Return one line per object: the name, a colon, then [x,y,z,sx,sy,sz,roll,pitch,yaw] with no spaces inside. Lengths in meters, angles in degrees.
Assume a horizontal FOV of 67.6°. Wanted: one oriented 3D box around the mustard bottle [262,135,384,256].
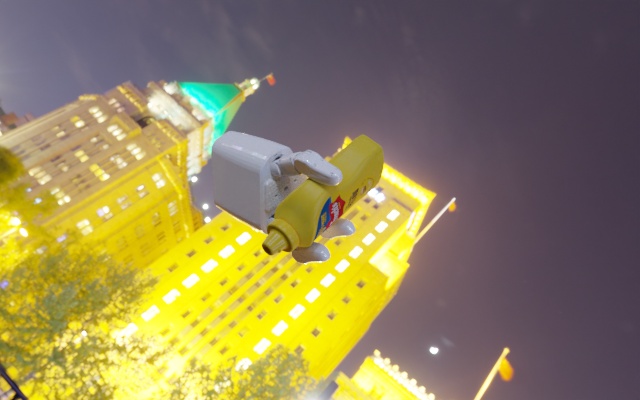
mustard bottle: [0.001,0.002,0.583,0.191,0.058,0.096,-41,-20,-33]
